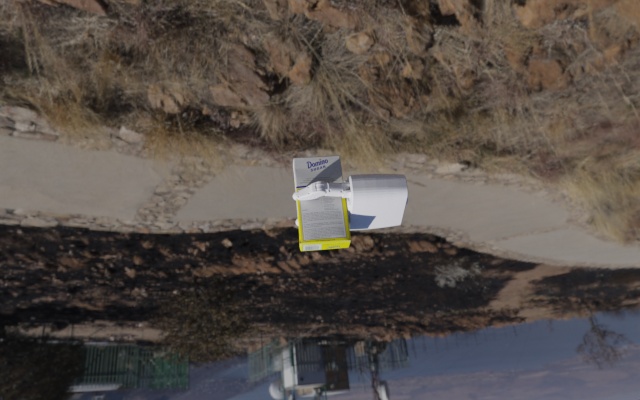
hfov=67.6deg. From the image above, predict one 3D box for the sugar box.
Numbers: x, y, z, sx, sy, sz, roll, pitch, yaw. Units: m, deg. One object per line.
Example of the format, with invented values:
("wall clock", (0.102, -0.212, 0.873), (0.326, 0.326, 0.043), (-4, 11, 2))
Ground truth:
("sugar box", (0.000, 0.003, 0.899), (0.093, 0.176, 0.048), (-3, -26, -5))
